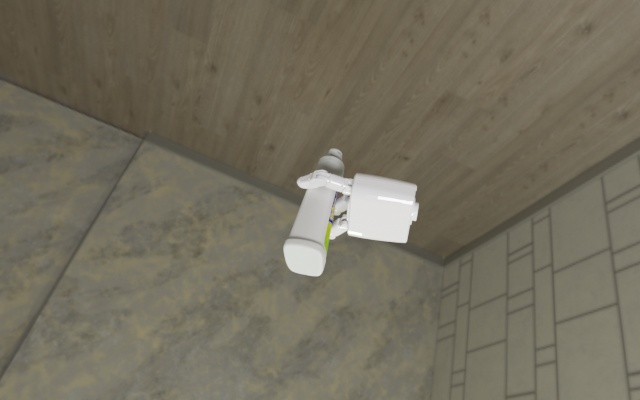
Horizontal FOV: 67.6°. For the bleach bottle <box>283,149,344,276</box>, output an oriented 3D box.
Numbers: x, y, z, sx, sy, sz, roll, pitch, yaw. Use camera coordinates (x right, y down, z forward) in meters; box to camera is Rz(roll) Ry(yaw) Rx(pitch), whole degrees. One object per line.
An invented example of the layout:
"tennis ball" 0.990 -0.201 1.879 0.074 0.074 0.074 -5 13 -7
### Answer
"bleach bottle" 0.000 0.003 0.855 0.068 0.250 0.103 10 -34 8
